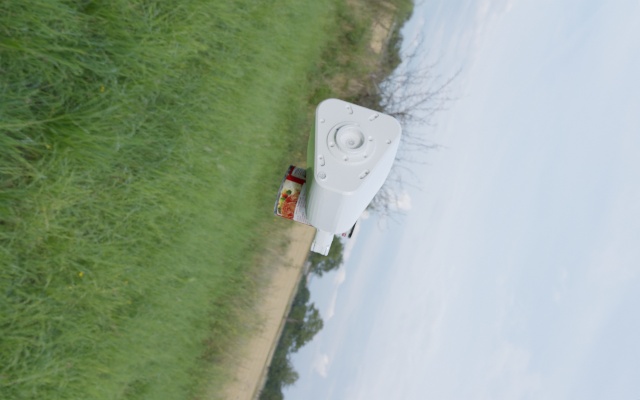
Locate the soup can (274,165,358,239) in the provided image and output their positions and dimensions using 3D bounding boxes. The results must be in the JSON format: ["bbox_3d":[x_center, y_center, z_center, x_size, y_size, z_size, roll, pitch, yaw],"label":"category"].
[{"bbox_3d":[0.000,0.002,0.608,0.102,0.068,0.068,18,1,3],"label":"soup can"}]
